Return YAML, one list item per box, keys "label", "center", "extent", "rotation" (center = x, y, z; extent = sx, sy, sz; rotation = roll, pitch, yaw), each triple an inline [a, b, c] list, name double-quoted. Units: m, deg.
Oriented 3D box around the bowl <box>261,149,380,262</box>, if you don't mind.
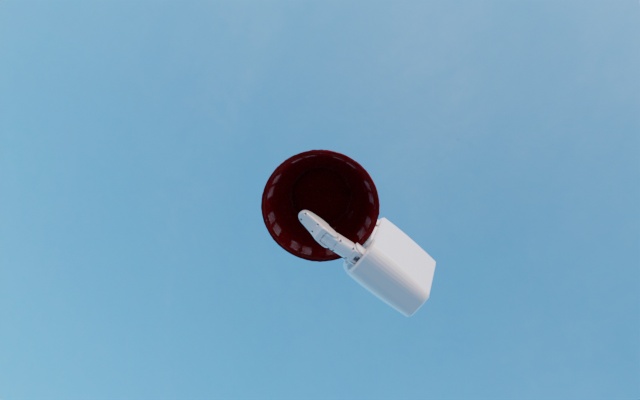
- label: "bowl"
  center: [-0.001, 0.001, 0.672]
  extent: [0.162, 0.162, 0.055]
  rotation: [0, 19, 1]
